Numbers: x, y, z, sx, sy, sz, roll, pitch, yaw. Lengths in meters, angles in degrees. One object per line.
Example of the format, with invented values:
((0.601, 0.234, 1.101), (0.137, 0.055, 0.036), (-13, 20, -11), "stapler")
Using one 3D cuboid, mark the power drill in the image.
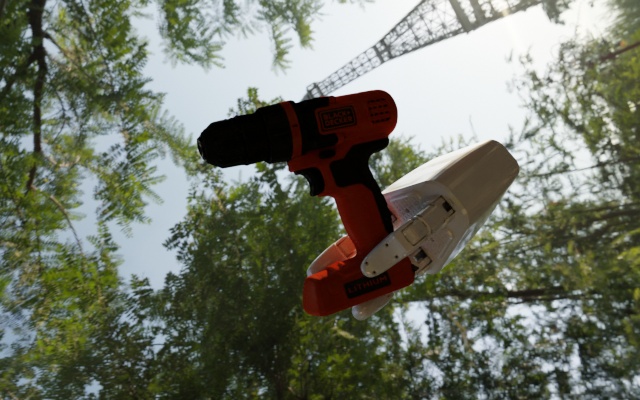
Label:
((0.000, 0.002, 0.425), (0.184, 0.187, 0.057), (-15, 4, -17), "power drill")
